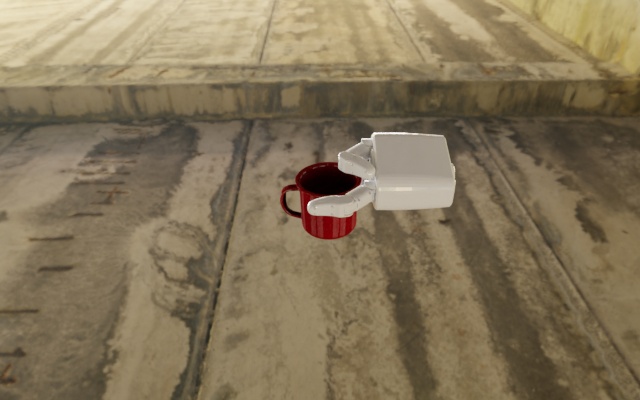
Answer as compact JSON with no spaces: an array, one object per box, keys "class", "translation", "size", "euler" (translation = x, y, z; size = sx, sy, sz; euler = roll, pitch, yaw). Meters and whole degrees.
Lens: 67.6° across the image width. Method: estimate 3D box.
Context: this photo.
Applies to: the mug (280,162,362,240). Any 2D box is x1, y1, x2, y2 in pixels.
[{"class":"mug","translation":[-0.001,0.002,0.690],"size":[0.117,0.082,0.093],"euler":[-1,35,1]}]
